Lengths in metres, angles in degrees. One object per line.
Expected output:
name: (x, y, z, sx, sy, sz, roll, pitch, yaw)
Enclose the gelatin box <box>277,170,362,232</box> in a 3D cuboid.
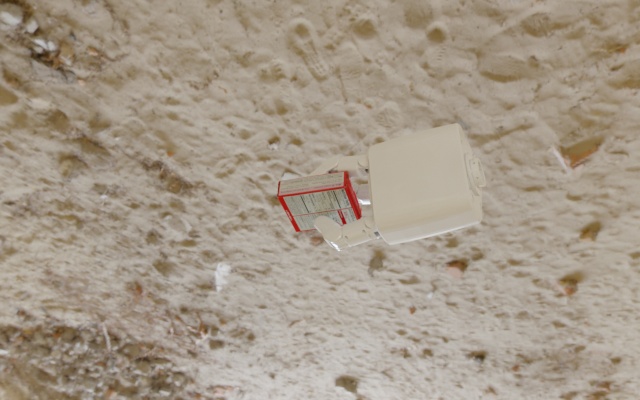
gelatin box: (0.000, 0.002, 0.591, 0.089, 0.030, 0.073, -9, -41, 14)
